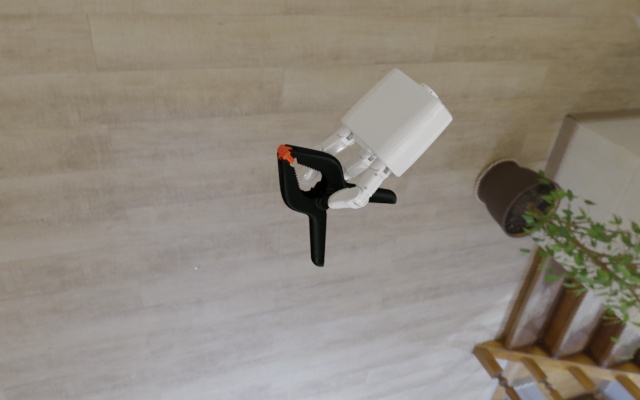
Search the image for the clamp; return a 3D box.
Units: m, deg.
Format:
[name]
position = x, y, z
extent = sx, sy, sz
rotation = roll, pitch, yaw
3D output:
[clamp]
position = 0.000, 0.002, 0.682
extent = 0.210, 0.164, 0.036
rotation = 38, 7, -38
